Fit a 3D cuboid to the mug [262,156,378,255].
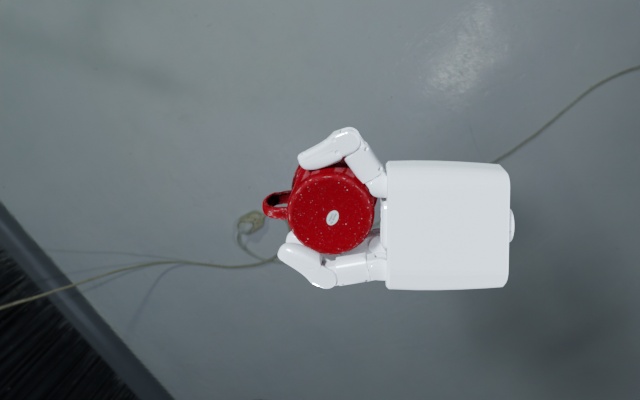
[{"bbox_3d":[-0.001,0.002,0.472,0.117,0.093,0.081,-1,19,5],"label":"mug"}]
